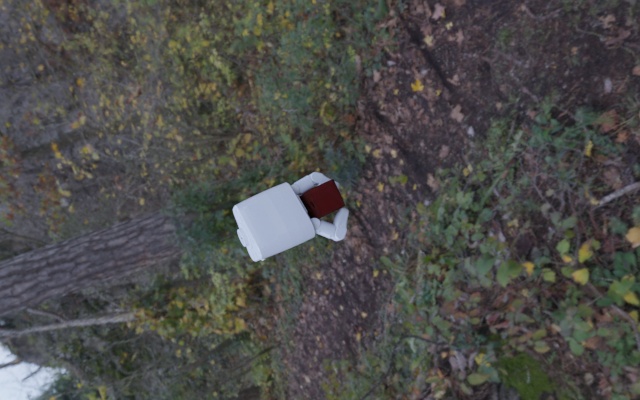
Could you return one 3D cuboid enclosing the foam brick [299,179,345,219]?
[{"bbox_3d":[0.000,0.003,0.850,0.051,0.053,0.078,-25,-3,-21],"label":"foam brick"}]
